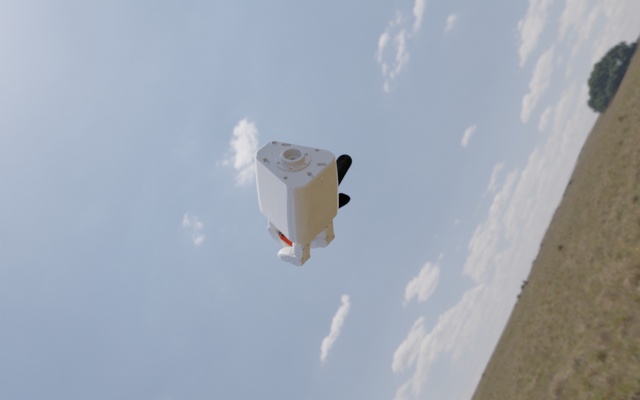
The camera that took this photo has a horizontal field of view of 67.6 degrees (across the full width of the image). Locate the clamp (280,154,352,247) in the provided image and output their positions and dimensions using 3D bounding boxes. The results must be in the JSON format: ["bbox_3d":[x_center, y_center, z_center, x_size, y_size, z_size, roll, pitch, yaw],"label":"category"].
[{"bbox_3d":[0.000,0.002,0.776,0.039,0.120,0.171,25,49,25],"label":"clamp"}]
